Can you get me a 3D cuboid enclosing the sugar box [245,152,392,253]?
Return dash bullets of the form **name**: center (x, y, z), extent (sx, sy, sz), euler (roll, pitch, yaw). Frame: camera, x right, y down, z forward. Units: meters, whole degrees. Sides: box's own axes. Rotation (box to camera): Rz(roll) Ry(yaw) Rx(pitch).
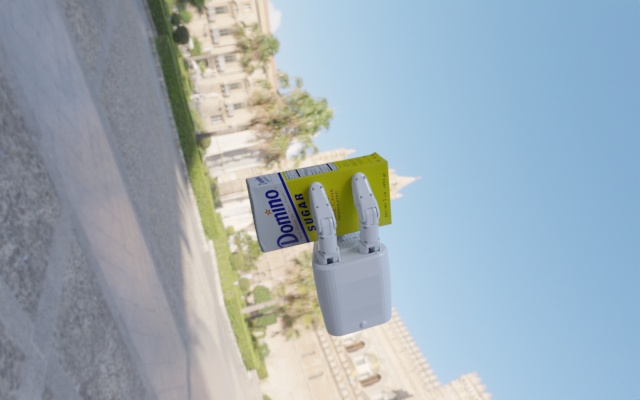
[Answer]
- **sugar box**: center (0.000, 0.002, 0.610), extent (0.176, 0.093, 0.048), euler (-14, 25, -12)
